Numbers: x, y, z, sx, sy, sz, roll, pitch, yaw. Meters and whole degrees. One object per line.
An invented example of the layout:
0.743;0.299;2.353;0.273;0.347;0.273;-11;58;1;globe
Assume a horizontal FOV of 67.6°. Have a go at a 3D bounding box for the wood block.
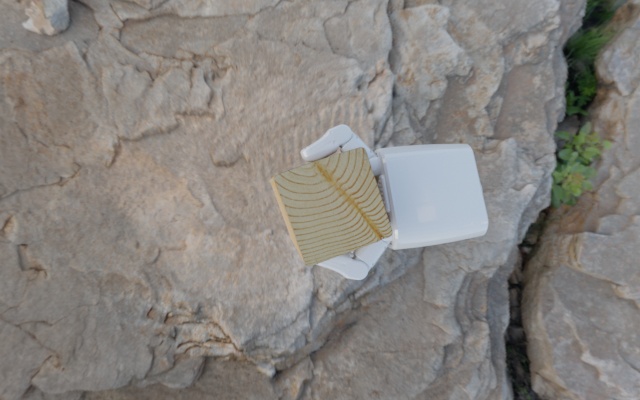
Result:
0.000;0.001;0.537;0.090;0.091;0.206;-19;4;-6;wood block
